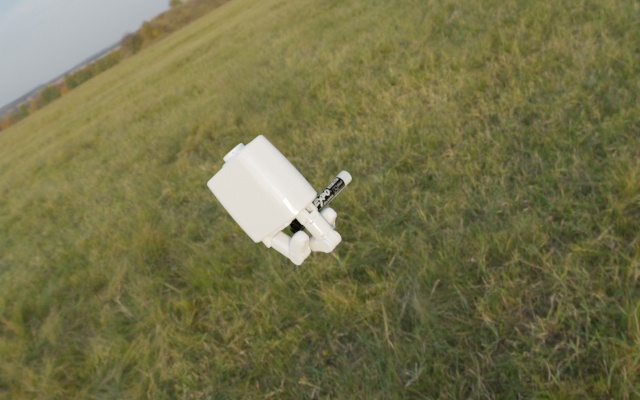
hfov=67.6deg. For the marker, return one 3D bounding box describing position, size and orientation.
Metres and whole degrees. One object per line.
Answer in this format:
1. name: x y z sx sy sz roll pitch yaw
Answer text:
1. marker: 0.000 0.002 0.647 0.020 0.020 0.121 0 38 51
